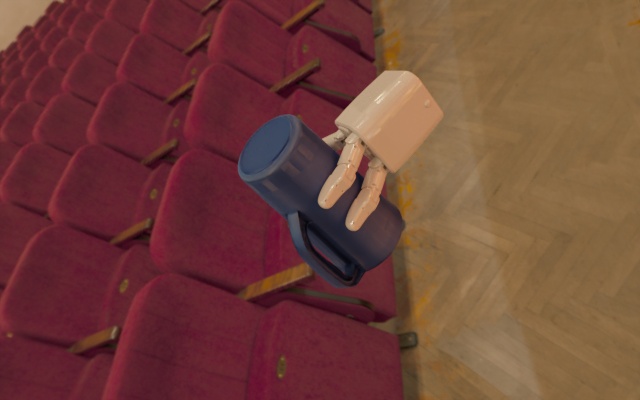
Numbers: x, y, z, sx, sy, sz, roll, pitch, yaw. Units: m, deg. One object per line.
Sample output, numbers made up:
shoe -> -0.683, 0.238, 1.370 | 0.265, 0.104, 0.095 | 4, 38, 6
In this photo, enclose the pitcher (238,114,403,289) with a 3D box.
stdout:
pitcher -> 0.000, 0.002, 0.670 | 0.243, 0.145, 0.149 | 42, 4, -36
